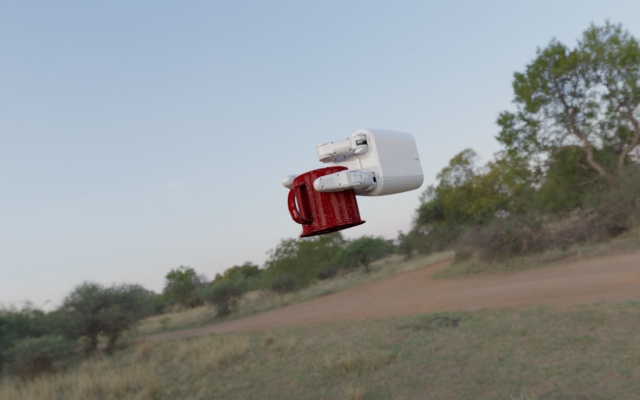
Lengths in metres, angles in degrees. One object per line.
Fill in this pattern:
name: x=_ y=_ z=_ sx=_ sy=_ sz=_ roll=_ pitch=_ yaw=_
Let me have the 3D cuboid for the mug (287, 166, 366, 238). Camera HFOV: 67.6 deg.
mug: x=-0.001 y=0.002 z=0.651 sx=0.117 sy=0.081 sz=0.093 roll=-5 pitch=-11 yaw=-44
